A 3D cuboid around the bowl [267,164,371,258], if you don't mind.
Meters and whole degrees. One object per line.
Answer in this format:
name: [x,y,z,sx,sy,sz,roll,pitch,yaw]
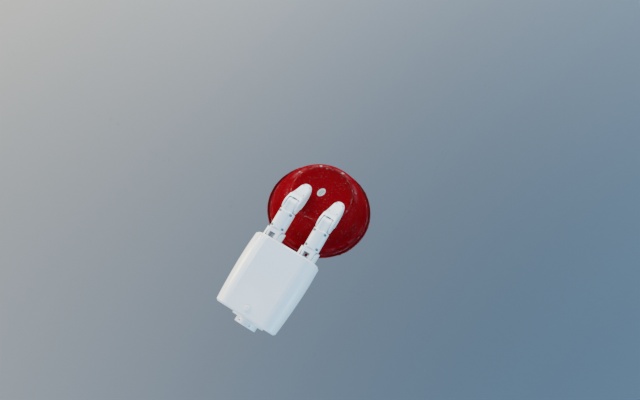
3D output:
bowl: [0.001,0.001,0.721,0.162,0.162,0.055,0,-28,-5]
